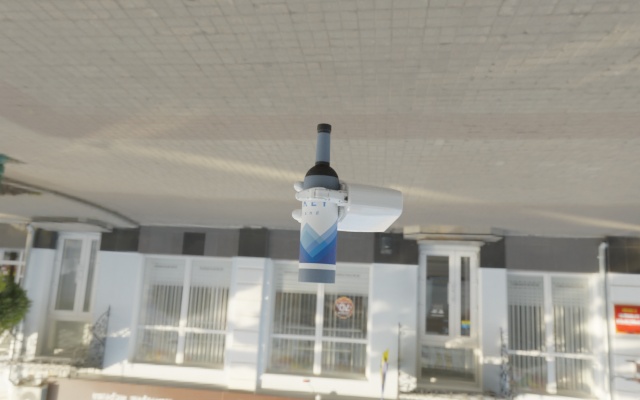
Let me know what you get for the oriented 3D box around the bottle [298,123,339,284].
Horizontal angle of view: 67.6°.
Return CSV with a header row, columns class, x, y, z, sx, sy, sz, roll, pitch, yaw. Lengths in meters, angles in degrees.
class,x,y,z,sx,sy,sz,roll,pitch,yaw
bottle,0.000,0.003,0.879,0.069,0.295,0.069,3,-9,0
